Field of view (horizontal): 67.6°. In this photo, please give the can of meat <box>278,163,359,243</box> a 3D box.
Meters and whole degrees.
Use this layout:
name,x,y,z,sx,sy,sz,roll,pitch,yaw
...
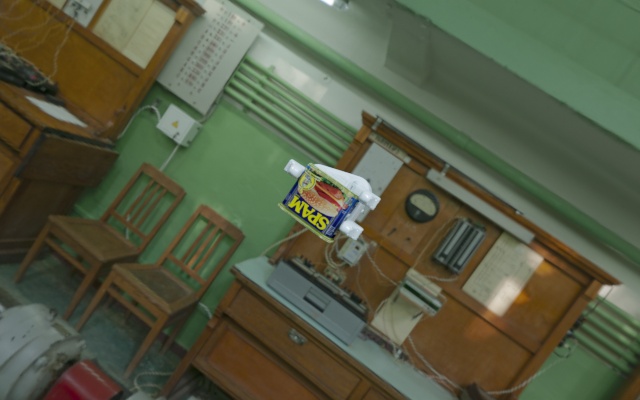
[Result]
name,x,y,z,sx,sy,sz,roll,pitch,yaw
can of meat,0.000,0.002,0.741,0.102,0.084,0.057,36,4,14
